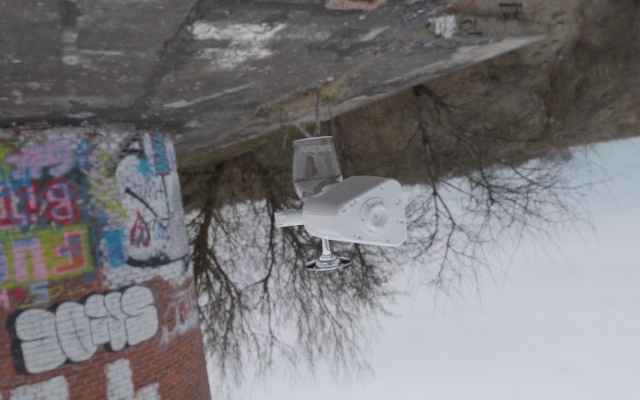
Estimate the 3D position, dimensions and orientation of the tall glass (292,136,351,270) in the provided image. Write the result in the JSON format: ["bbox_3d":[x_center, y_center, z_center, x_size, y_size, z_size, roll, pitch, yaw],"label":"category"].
[{"bbox_3d":[0.000,0.003,0.747,0.079,0.201,0.079,-7,6,1],"label":"tall glass"}]
